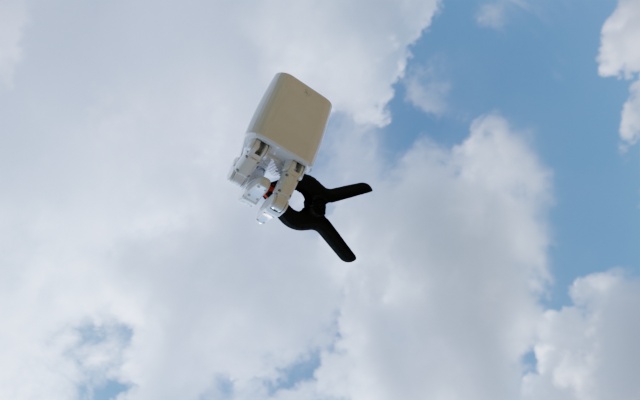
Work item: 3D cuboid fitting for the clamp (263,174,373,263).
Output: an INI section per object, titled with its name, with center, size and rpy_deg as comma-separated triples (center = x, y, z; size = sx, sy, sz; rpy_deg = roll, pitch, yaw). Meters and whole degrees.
[clamp]
center = 0.000, 0.002, 0.676
size = 0.171, 0.120, 0.039
rpy_deg = 31, -23, -25
